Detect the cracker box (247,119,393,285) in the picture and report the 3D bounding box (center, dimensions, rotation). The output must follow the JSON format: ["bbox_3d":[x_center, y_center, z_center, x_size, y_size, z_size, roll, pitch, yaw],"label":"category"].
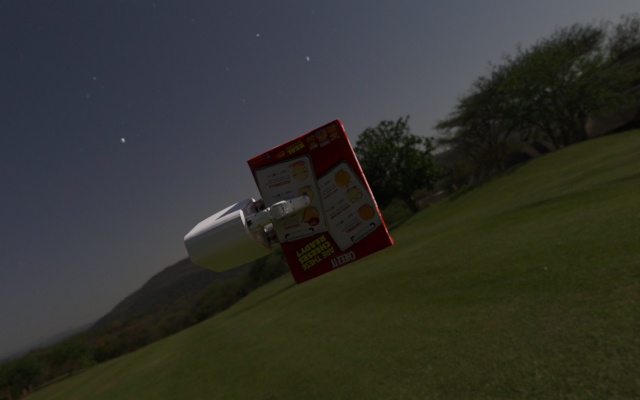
[{"bbox_3d":[0.000,0.002,0.766,0.164,0.213,0.072,-24,-6,9],"label":"cracker box"}]
